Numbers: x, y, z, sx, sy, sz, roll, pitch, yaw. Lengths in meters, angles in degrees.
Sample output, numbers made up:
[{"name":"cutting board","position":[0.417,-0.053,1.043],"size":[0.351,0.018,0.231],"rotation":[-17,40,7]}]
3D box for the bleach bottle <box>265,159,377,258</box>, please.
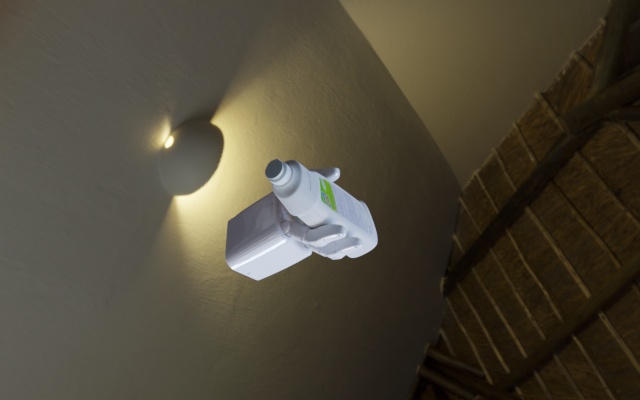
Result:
[{"name":"bleach bottle","position":[0.000,0.002,0.715],"size":[0.068,0.102,0.251],"rotation":[-30,-36,17]}]
